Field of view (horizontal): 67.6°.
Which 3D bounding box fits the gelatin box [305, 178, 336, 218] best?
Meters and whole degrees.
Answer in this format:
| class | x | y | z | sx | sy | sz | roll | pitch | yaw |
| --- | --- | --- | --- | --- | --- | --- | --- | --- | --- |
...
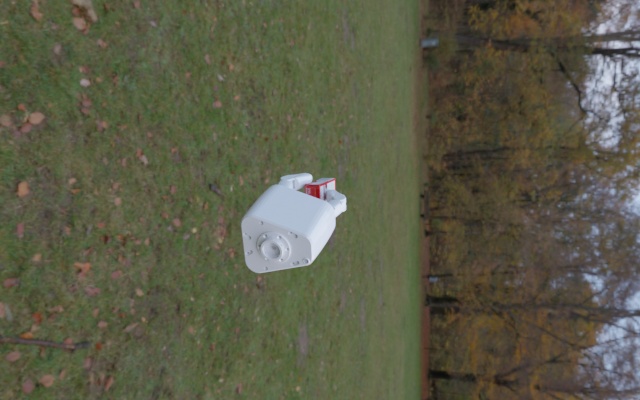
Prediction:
| class | x | y | z | sx | sy | sz | roll | pitch | yaw |
| --- | --- | --- | --- | --- | --- | --- | --- | --- | --- |
| gelatin box | 0.001 | 0.003 | 0.821 | 0.030 | 0.073 | 0.089 | 3 | 11 | 19 |
